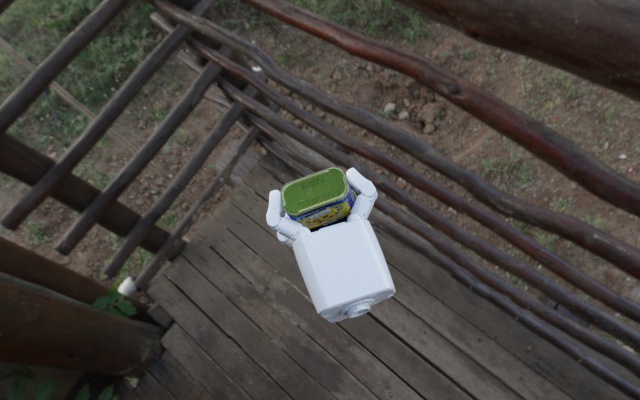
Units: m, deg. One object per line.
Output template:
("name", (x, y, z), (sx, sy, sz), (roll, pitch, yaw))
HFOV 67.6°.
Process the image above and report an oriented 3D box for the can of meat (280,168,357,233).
("can of meat", (0.000, 0.002, 0.693), (0.102, 0.057, 0.084), (-20, -26, 6))
